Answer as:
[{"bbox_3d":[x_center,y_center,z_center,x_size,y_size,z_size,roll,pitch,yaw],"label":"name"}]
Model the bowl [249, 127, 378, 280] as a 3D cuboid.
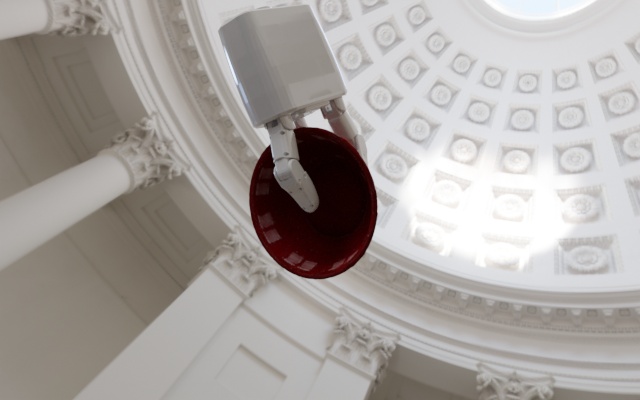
[{"bbox_3d":[0.000,0.003,0.525,0.162,0.162,0.055,0,5,32],"label":"bowl"}]
